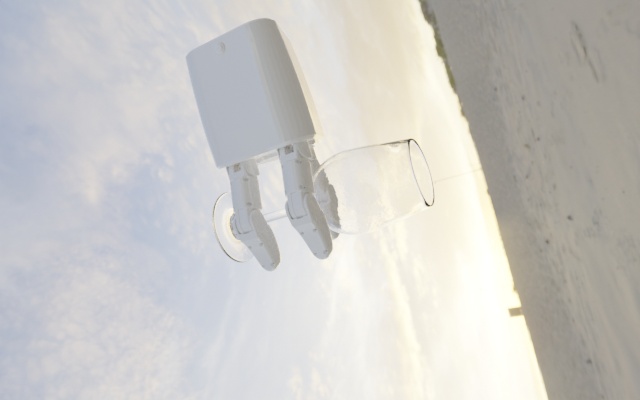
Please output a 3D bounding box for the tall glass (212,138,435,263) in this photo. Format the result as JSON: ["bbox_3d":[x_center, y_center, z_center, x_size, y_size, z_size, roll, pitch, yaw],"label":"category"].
[{"bbox_3d":[0.000,0.002,0.448,0.201,0.079,0.079,-16,-7,25],"label":"tall glass"}]
